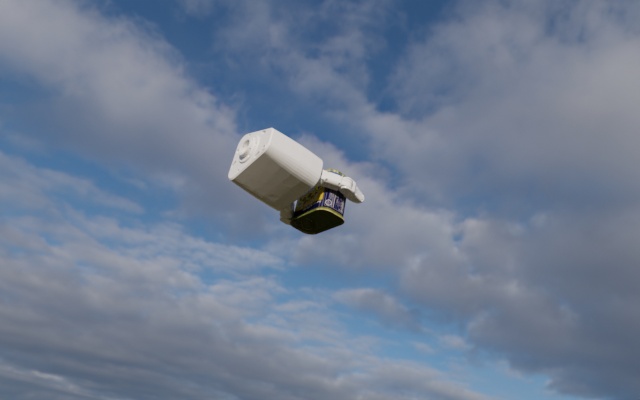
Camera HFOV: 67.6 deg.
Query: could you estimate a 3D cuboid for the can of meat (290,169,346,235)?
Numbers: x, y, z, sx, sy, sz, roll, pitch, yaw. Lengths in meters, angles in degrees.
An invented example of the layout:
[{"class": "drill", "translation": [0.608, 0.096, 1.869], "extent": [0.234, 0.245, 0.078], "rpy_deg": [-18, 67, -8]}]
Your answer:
[{"class": "can of meat", "translation": [0.000, 0.002, 0.826], "extent": [0.057, 0.084, 0.102], "rpy_deg": [31, -35, -30]}]
